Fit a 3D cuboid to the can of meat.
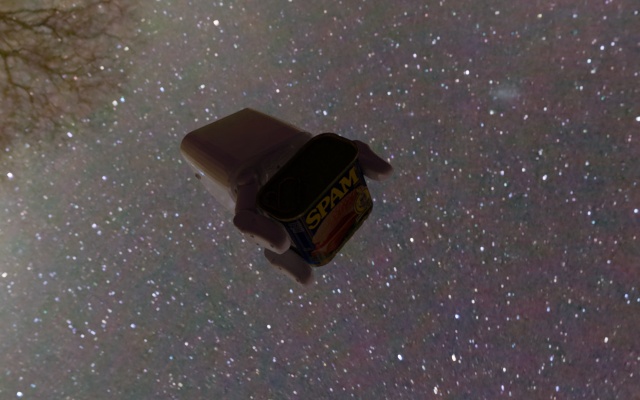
[{"bbox_3d":[0.000,0.002,0.455,0.057,0.102,0.084,28,-24,37],"label":"can of meat"}]
